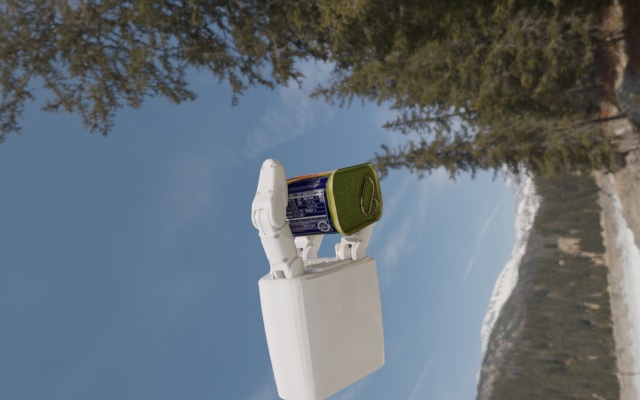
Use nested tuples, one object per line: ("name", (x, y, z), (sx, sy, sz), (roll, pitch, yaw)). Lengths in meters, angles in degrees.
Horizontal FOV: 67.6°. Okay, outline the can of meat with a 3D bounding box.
("can of meat", (0.000, 0.001, 0.448), (0.084, 0.057, 0.102), (-8, 6, 29))
